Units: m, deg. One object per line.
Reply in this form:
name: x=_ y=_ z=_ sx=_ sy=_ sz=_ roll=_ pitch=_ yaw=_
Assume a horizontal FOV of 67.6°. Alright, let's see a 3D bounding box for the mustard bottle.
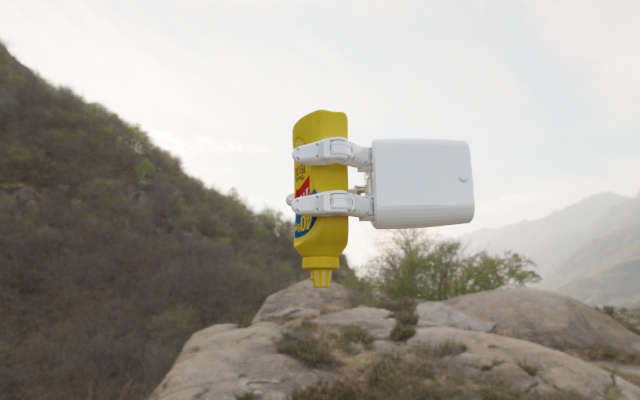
mustard bottle: x=0.000 y=0.002 z=0.542 sx=0.058 sy=0.191 sz=0.096 roll=3 pitch=-11 yaw=-23
